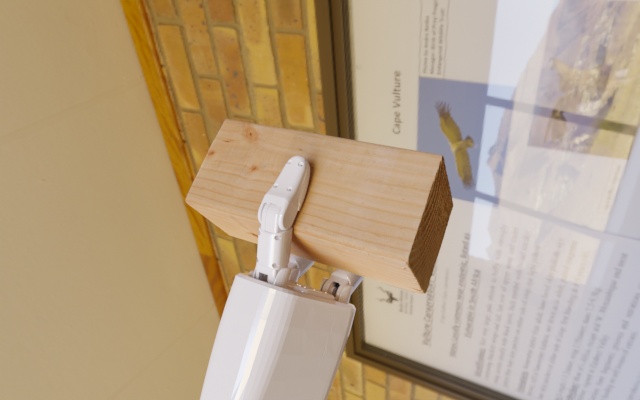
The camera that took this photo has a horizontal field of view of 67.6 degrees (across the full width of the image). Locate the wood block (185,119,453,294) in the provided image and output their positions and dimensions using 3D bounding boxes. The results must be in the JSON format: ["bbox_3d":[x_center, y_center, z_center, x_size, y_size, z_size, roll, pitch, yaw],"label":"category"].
[{"bbox_3d":[0.000,0.002,0.421,0.206,0.090,0.091,13,-20,26],"label":"wood block"}]
